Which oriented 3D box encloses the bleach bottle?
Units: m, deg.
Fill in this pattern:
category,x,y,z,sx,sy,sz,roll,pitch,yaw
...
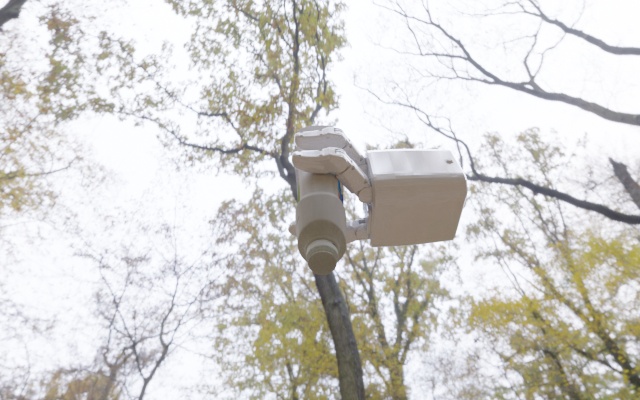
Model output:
category,x,y,z,sx,sy,sz,roll,pitch,yaw
bleach bottle,0.000,0.002,0.563,0.068,0.103,0.250,-4,32,1
